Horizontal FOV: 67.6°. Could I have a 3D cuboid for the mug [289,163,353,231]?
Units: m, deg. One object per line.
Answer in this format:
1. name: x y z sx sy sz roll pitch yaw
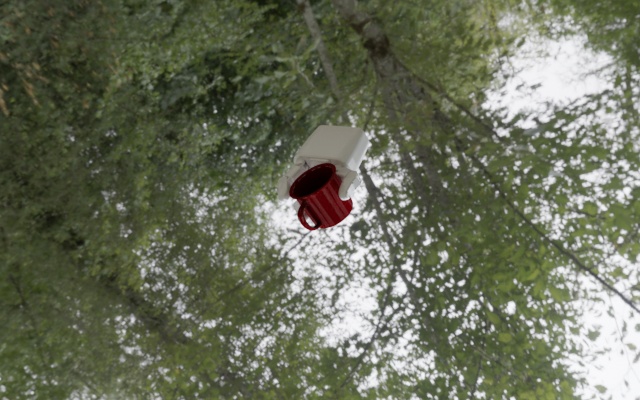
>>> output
1. mug: 0.000 0.004 0.829 0.093 0.081 0.117 -7 39 40
